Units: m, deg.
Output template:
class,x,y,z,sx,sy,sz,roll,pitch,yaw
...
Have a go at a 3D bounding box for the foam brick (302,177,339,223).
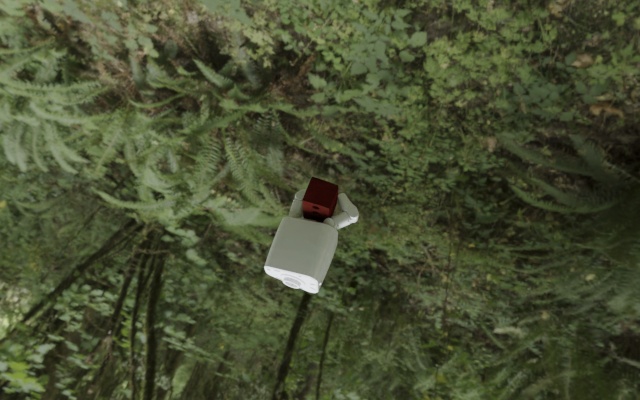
class,x,y,z,sx,sy,sz,roll,pitch,yaw
foam brick,0.000,0.003,0.879,0.053,0.051,0.078,18,-26,9
